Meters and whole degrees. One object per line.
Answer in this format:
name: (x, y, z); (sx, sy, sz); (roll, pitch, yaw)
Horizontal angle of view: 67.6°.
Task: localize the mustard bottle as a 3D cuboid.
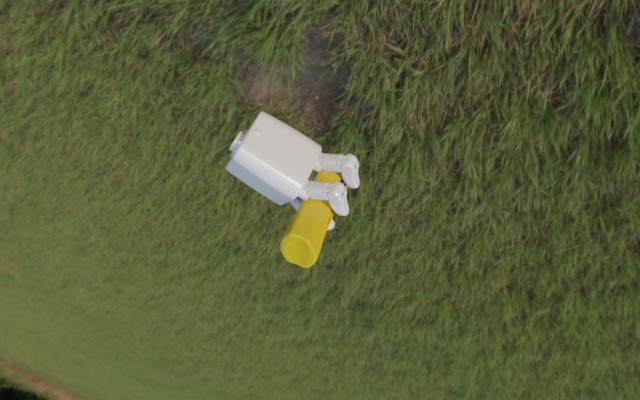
mustard bottle: (0.000, 0.003, 0.736); (0.058, 0.191, 0.096); (19, -32, 9)
